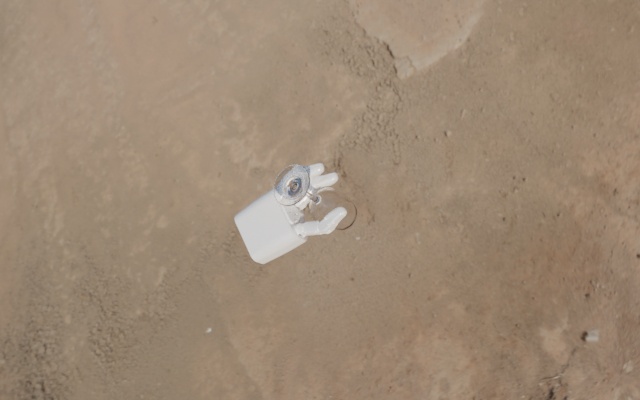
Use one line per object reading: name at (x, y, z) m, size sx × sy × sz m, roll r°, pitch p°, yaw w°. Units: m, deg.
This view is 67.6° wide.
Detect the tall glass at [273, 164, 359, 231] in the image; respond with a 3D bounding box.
tall glass at (0.000, 0.003, 0.890) m, size 0.079 × 0.079 × 0.201 m, roll 0°, pitch -17°, yaw 32°
